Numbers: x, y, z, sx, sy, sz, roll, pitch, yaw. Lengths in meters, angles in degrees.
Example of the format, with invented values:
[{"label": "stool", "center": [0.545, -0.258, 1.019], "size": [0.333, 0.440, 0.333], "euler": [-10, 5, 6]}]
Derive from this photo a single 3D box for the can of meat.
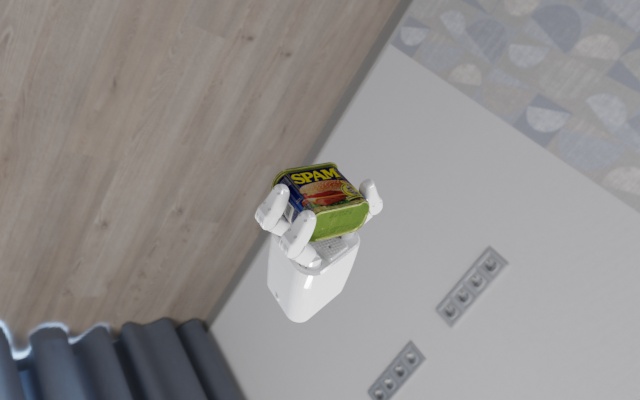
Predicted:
[{"label": "can of meat", "center": [0.000, 0.002, 0.604], "size": [0.102, 0.057, 0.084], "euler": [-12, 45, -34]}]
